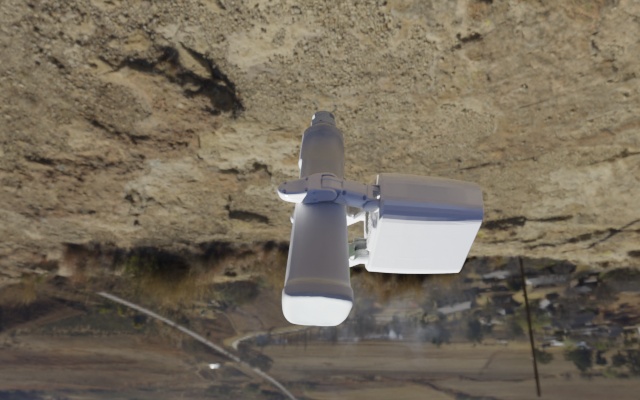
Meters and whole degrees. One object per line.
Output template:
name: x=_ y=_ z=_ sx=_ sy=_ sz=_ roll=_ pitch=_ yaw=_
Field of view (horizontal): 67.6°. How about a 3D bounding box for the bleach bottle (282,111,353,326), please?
bleach bottle: x=0.000 y=0.002 z=0.526 sx=0.068 sy=0.250 sz=0.103 roll=4 pitch=-30 yaw=-3
